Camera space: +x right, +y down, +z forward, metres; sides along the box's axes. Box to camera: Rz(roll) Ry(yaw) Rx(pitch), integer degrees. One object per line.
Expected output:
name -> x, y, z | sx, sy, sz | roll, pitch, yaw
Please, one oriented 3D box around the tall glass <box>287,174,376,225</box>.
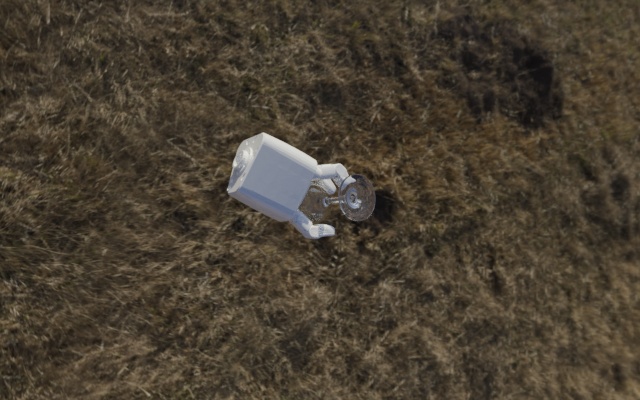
tall glass -> 0.001, 0.003, 0.822 | 0.079, 0.079, 0.201 | 0, -5, -35
